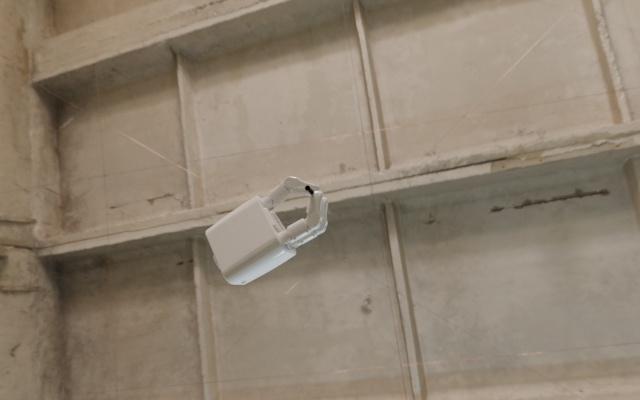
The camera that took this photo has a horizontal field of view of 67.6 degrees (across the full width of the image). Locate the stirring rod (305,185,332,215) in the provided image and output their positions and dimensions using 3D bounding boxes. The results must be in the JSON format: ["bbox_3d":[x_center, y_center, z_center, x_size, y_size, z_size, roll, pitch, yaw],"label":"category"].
[{"bbox_3d":[0.000,0.003,0.826,0.011,0.011,0.239,0,-10,9],"label":"stirring rod"}]
